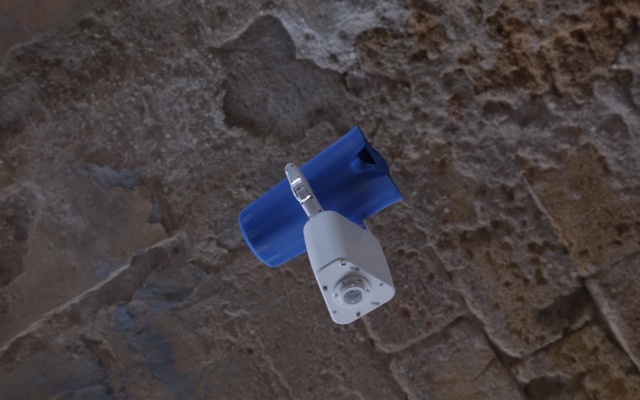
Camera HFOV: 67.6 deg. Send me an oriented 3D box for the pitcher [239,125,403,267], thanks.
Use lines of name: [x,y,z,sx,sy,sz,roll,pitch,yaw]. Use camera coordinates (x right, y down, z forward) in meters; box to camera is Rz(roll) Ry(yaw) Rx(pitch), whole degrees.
pitcher: [0.000,0.003,0.762,0.243,0.149,0.145,-32,34,10]
